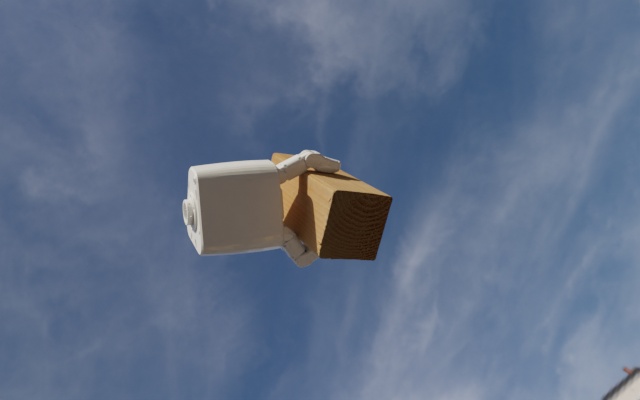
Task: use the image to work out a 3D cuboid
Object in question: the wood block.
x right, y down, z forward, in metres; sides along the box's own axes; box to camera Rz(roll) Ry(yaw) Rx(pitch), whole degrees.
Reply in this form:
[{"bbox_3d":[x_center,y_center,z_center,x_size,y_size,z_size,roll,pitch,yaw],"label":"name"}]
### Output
[{"bbox_3d":[0.000,0.002,0.681,0.090,0.091,0.206,6,15,-29],"label":"wood block"}]
